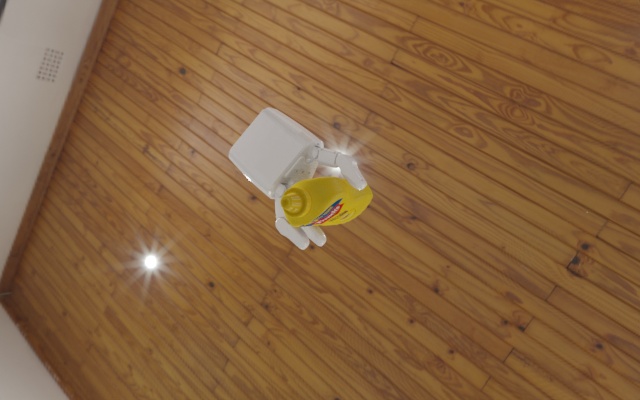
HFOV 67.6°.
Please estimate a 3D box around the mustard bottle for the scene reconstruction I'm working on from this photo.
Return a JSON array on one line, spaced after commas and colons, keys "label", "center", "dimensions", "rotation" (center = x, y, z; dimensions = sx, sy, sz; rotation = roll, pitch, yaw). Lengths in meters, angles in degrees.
[{"label": "mustard bottle", "center": [0.000, 0.003, 0.699], "dimensions": [0.096, 0.058, 0.191], "rotation": [-33, -16, 24]}]
